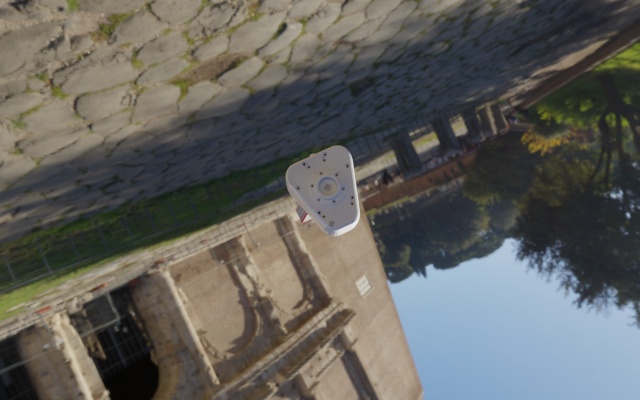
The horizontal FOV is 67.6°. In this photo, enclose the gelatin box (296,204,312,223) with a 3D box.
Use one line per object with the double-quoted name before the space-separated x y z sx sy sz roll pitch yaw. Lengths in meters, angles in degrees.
"gelatin box" 0.000 0.003 0.805 0.073 0.030 0.089 -23 -11 -15
